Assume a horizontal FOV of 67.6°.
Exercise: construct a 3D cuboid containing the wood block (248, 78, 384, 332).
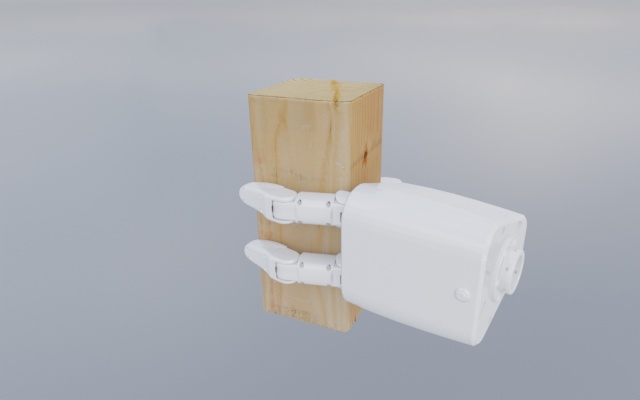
[{"bbox_3d":[0.001,0.001,0.437,0.090,0.206,0.090,9,25,22],"label":"wood block"}]
